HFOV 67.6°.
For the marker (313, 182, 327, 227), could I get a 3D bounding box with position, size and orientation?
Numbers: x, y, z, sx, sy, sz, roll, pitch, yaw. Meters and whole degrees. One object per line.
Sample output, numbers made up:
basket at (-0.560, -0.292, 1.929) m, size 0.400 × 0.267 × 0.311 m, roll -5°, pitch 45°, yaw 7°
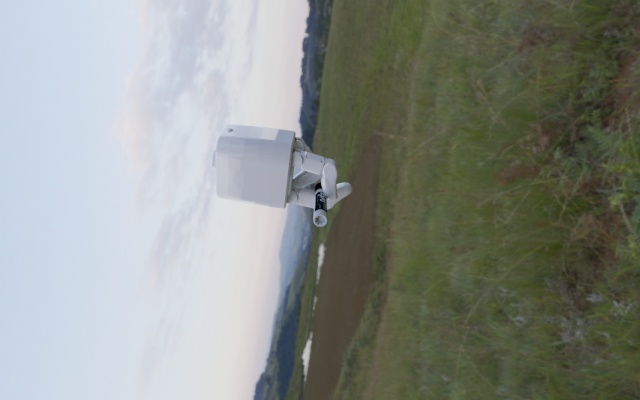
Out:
marker at (0.000, 0.002, 0.681) m, size 0.020 × 0.020 × 0.121 m, roll 0°, pitch 24°, yaw 0°
